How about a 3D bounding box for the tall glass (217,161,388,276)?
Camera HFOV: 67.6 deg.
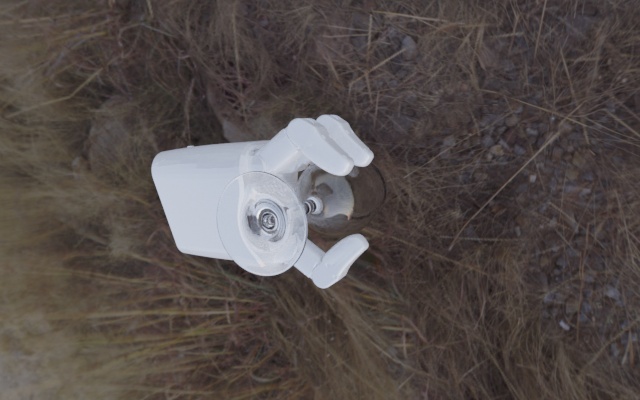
[{"bbox_3d":[0.000,0.002,0.419,0.079,0.079,0.201,0,9,26],"label":"tall glass"}]
